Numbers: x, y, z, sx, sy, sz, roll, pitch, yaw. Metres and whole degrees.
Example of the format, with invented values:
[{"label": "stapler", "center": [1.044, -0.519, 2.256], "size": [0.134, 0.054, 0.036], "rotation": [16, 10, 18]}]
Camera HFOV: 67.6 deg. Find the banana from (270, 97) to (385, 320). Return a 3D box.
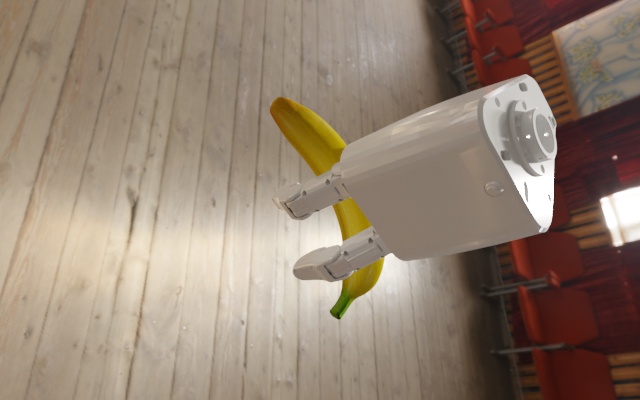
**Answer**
[{"label": "banana", "center": [0.015, 0.000, 0.418], "size": [0.069, 0.198, 0.037], "rotation": [-19, 3, -35]}]
